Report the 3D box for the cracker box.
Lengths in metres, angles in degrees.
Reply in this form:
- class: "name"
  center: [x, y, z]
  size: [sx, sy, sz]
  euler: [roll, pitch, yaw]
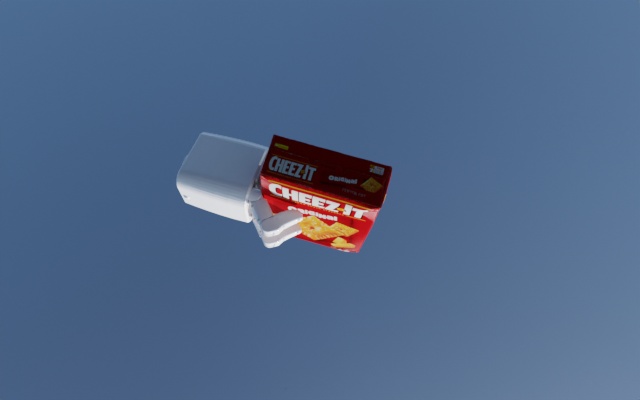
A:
- class: "cracker box"
  center: [0.000, 0.002, 0.708]
  size: [0.164, 0.072, 0.214]
  euler: [15, -22, 2]
